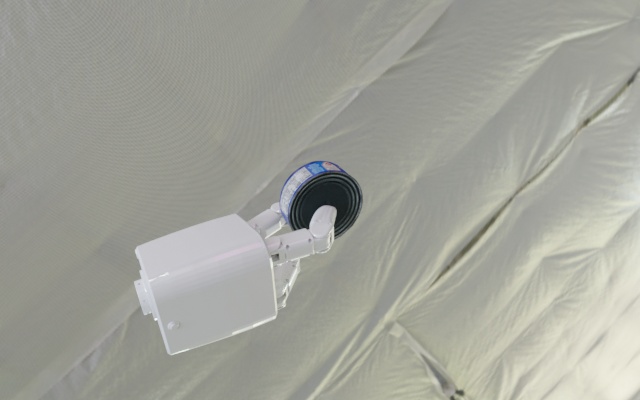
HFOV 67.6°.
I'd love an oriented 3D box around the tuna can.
[{"bbox_3d":[0.000,0.001,0.512,0.086,0.086,0.033,0,27,-28],"label":"tuna can"}]
